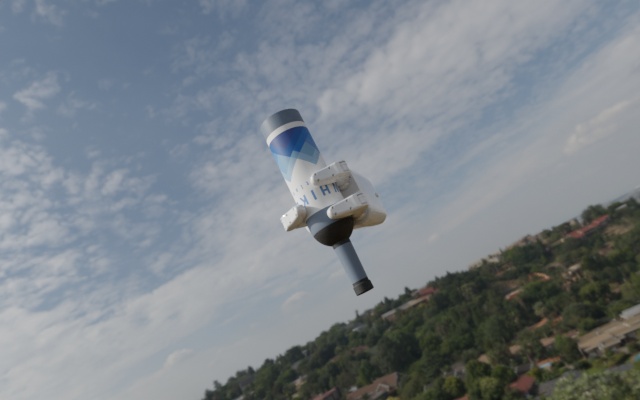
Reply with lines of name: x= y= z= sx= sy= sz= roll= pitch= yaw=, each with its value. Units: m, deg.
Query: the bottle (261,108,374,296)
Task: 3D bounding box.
bottle: x=0.000 y=0.002 z=0.713 sx=0.069 sy=0.295 sz=0.069 roll=-25 pitch=-15 yaw=-7
